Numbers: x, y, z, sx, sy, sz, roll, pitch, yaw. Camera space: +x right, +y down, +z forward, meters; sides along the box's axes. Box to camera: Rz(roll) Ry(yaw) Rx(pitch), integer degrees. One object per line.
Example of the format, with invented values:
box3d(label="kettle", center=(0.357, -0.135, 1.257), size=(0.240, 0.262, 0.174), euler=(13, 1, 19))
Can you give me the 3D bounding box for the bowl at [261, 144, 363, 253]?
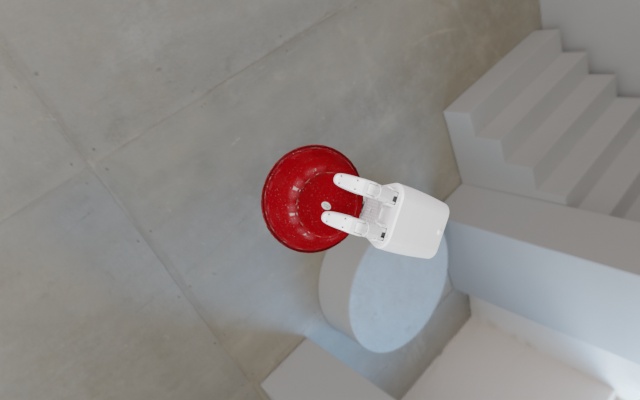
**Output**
box3d(label="bowl", center=(-0.001, 0.002, 0.679), size=(0.162, 0.162, 0.055), euler=(0, 8, -22))
